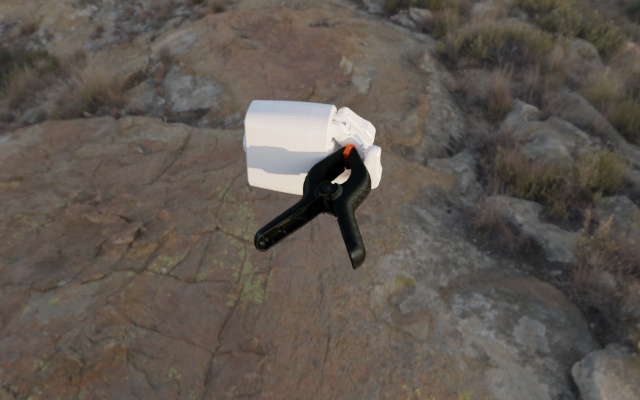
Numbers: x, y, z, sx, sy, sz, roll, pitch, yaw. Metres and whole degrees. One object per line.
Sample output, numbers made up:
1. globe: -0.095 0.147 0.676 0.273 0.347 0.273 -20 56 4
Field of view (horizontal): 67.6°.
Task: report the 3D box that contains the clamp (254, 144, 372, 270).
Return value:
1. clamp: 0.000 0.001 0.531 0.120 0.039 0.171 6 45 11
